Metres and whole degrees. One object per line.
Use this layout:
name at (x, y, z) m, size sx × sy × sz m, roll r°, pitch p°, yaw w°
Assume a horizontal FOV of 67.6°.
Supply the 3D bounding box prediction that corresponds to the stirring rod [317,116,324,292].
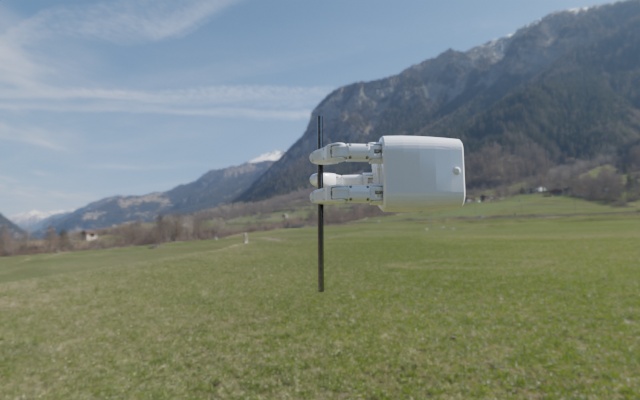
stirring rod at (0.000, 0.002, 0.651) m, size 0.011 × 0.239 × 0.011 m, roll 0°, pitch -7°, yaw 0°
